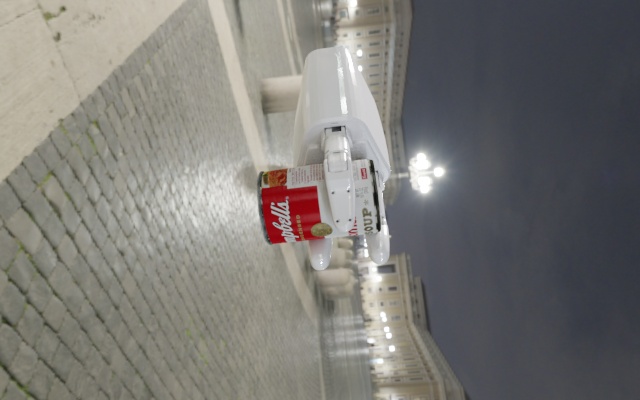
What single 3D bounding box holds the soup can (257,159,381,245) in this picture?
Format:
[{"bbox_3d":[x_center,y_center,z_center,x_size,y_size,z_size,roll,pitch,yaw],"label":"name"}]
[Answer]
[{"bbox_3d":[0.000,0.002,0.431,0.102,0.068,0.068,-6,-1,4],"label":"soup can"}]
